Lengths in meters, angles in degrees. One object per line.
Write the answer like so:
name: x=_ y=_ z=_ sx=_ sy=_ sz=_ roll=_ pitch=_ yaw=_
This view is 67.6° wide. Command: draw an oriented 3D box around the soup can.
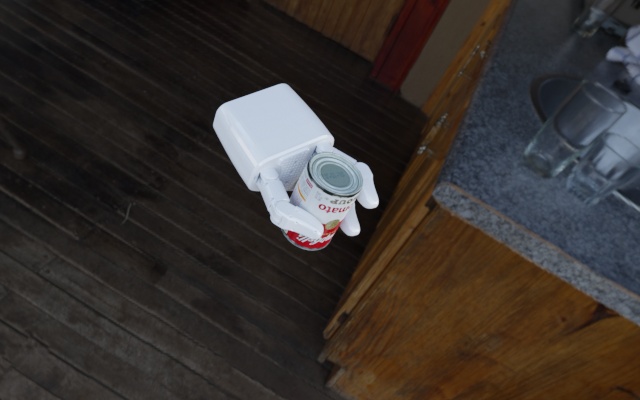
soup can: x=0.000 y=0.002 z=0.557 sx=0.068 sy=0.068 sz=0.102 roll=0 pitch=-40 yaw=-27
